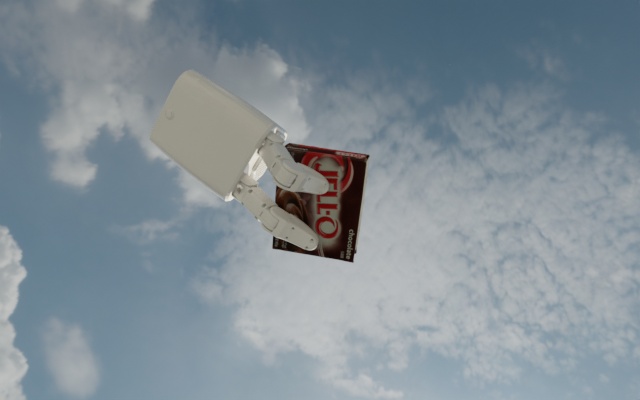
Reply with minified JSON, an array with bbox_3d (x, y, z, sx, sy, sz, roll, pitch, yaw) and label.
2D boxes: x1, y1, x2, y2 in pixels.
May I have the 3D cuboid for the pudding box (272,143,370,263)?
[{"bbox_3d":[0.000,0.002,0.502,0.090,0.113,0.039,9,18,11],"label":"pudding box"}]
